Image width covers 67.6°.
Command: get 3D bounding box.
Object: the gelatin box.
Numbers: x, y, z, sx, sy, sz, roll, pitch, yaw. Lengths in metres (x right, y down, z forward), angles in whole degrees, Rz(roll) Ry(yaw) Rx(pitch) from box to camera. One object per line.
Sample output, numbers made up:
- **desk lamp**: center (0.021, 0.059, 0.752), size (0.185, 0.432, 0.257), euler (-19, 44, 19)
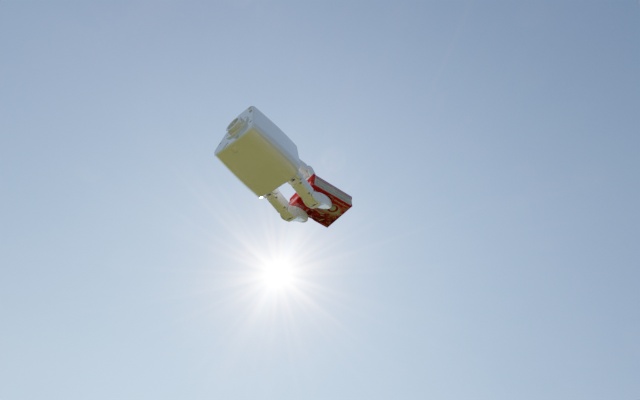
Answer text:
- **gelatin box**: center (0.000, 0.003, 0.847), size (0.089, 0.030, 0.073), euler (29, -51, -23)
